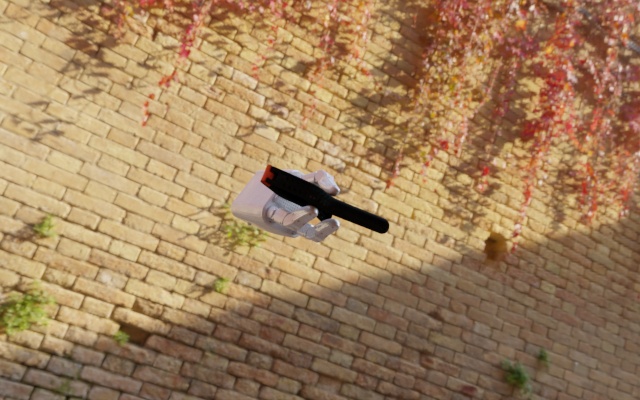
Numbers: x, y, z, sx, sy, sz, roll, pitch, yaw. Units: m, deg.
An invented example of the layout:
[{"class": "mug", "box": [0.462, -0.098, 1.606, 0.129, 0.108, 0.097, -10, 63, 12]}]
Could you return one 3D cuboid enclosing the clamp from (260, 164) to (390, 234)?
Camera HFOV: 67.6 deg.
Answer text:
[{"class": "clamp", "box": [0.000, 0.001, 0.758, 0.164, 0.036, 0.210, 7, -18, 47]}]
